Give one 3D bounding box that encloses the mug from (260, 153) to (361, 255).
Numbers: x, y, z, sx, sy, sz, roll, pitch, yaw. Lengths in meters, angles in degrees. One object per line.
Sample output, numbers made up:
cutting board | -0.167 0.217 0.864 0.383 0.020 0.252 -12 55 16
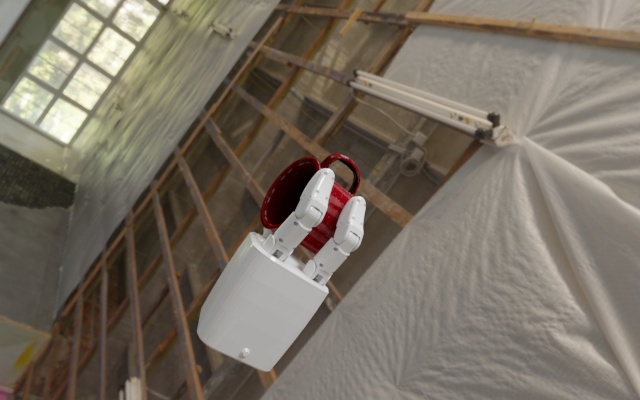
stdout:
mug | 0.001 0.001 0.538 0.081 0.117 0.093 37 -1 -30
